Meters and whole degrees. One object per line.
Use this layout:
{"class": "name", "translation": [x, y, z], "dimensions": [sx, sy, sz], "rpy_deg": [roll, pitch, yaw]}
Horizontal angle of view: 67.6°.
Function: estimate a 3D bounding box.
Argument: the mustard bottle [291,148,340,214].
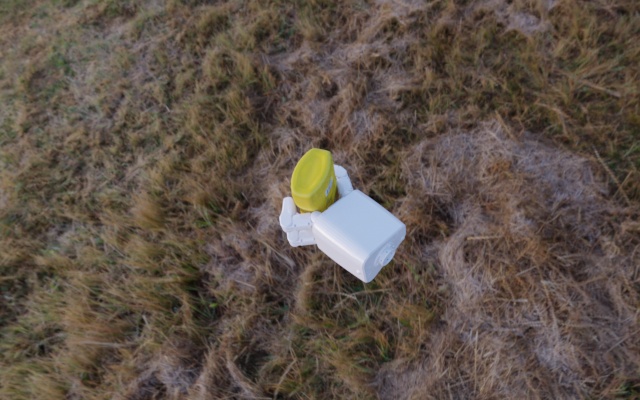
{"class": "mustard bottle", "translation": [0.000, 0.002, 0.824], "dimensions": [0.058, 0.096, 0.192], "rpy_deg": [12, -28, 17]}
